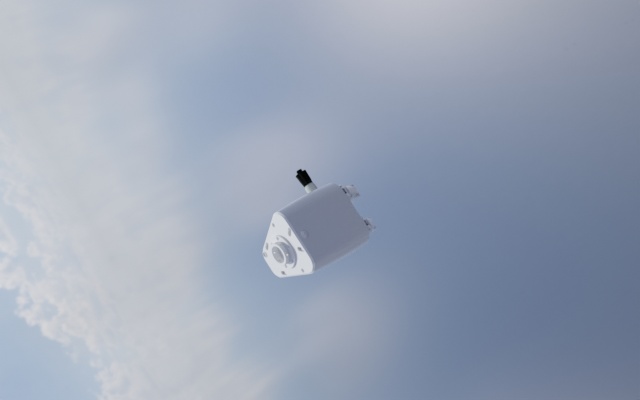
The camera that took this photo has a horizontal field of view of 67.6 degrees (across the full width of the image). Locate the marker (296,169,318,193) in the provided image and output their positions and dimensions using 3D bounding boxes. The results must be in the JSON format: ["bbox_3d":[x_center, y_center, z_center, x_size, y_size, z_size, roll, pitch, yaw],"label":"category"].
[{"bbox_3d":[0.000,0.002,0.726,0.020,0.121,0.020,-34,-10,-7],"label":"marker"}]
